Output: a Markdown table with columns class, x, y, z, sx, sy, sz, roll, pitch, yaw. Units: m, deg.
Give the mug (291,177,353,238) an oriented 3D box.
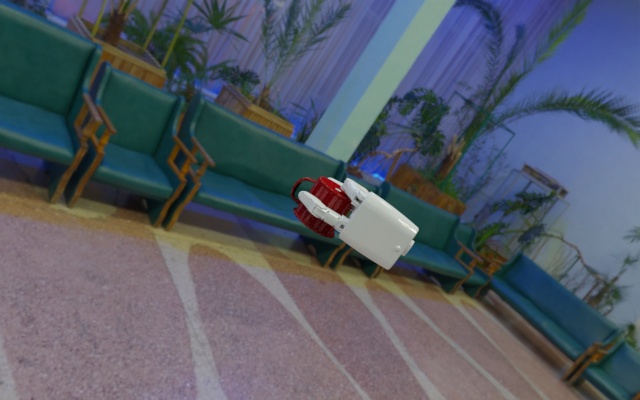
| class | x | y | z | sx | sy | sz | roll | pitch | yaw |
| --- | --- | --- | --- | --- | --- | --- | --- | --- | --- |
| mug | -0.001 | 0.002 | 0.887 | 0.117 | 0.081 | 0.093 | 36 | 14 | 5 |
